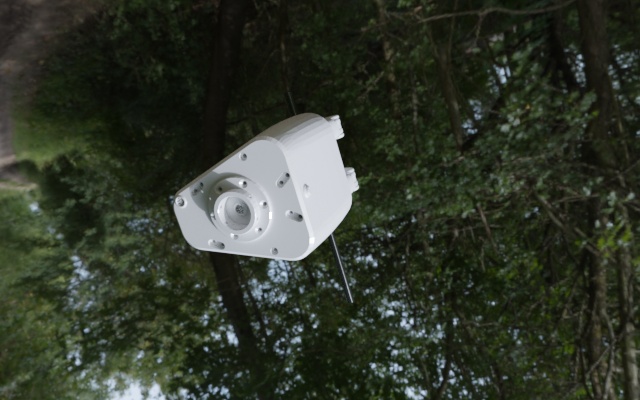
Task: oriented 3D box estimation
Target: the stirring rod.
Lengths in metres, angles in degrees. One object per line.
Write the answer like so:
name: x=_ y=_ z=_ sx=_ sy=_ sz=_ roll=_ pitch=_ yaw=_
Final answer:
stirring rod: x=0.000 y=0.002 z=0.516 sx=0.011 sy=0.239 sz=0.011 roll=-16 pitch=12 yaw=3
